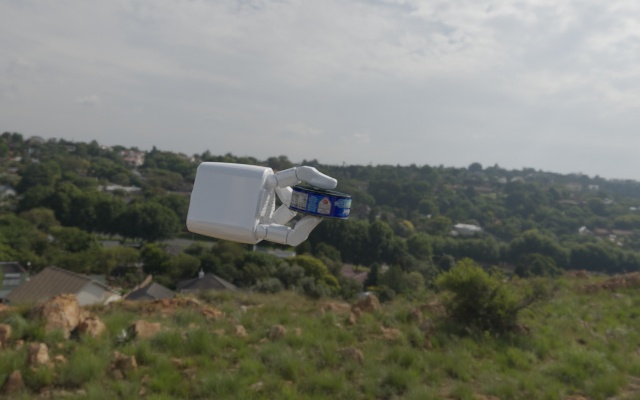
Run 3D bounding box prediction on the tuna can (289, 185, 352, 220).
[{"bbox_3d":[0.000,0.002,0.671,0.086,0.034,0.086,10,5,-1],"label":"tuna can"}]
